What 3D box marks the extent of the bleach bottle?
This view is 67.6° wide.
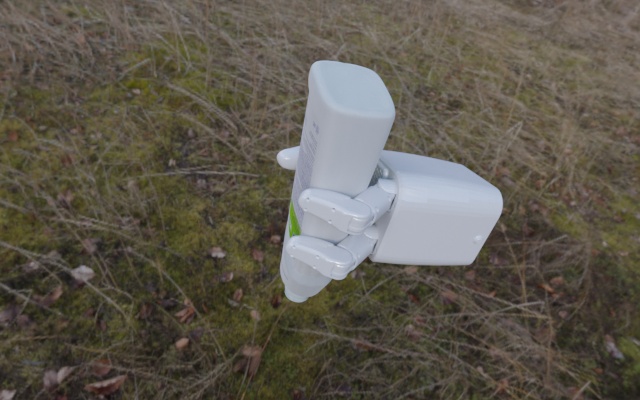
[{"bbox_3d":[0.000,0.002,0.470,0.068,0.251,0.102,6,38,-14],"label":"bleach bottle"}]
